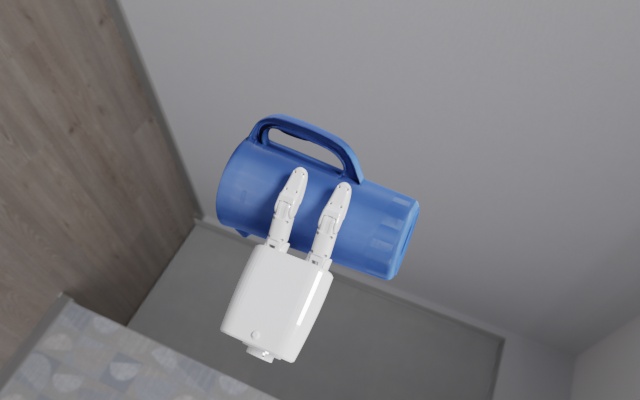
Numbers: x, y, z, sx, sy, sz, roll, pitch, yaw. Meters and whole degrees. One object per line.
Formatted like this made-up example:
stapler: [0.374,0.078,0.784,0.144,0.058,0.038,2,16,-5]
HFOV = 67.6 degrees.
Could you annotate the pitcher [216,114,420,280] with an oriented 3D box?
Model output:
pitcher: [0.000,0.002,0.617,0.243,0.145,0.149,20,-18,14]
